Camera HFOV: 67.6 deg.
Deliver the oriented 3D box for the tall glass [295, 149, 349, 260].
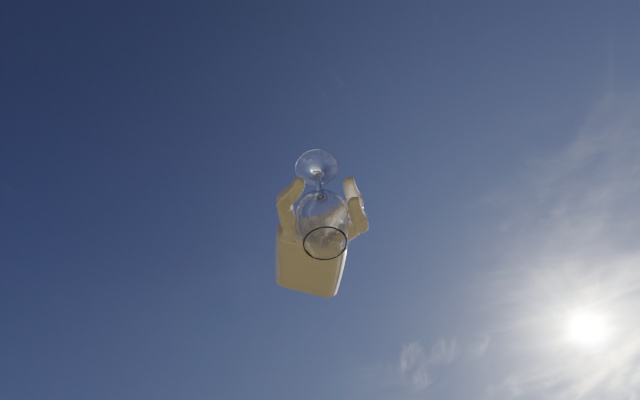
[{"bbox_3d":[0.000,0.002,0.739,0.079,0.079,0.201,0,35,-5],"label":"tall glass"}]
